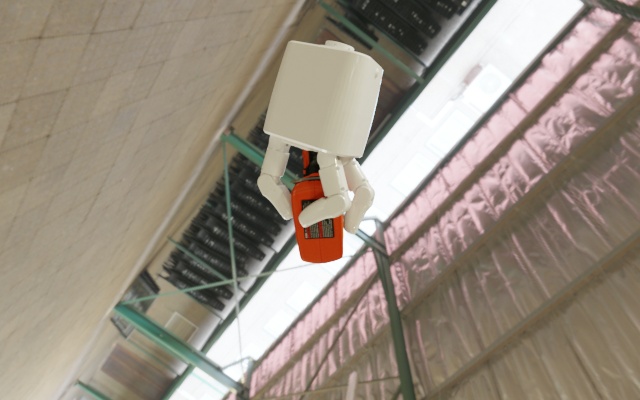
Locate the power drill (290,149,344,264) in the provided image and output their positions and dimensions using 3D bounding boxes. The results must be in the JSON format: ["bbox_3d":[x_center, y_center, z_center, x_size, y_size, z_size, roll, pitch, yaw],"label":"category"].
[{"bbox_3d":[0.000,0.002,0.628,0.057,0.184,0.187,-6,26,3],"label":"power drill"}]
